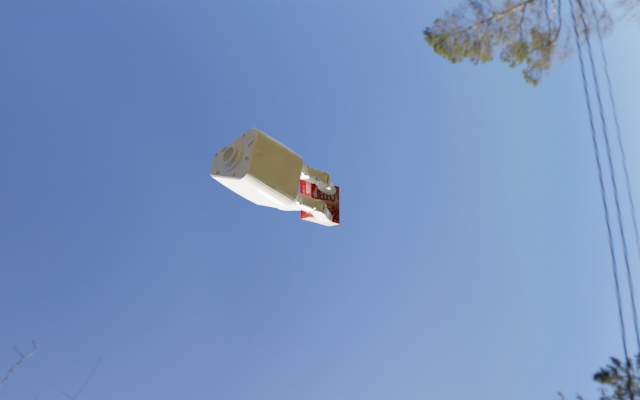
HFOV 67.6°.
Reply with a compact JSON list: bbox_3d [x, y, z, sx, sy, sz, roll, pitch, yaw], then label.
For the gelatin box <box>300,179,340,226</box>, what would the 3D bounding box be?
[{"bbox_3d":[0.000,0.003,0.871,0.030,0.073,0.089,-10,-17,35],"label":"gelatin box"}]
